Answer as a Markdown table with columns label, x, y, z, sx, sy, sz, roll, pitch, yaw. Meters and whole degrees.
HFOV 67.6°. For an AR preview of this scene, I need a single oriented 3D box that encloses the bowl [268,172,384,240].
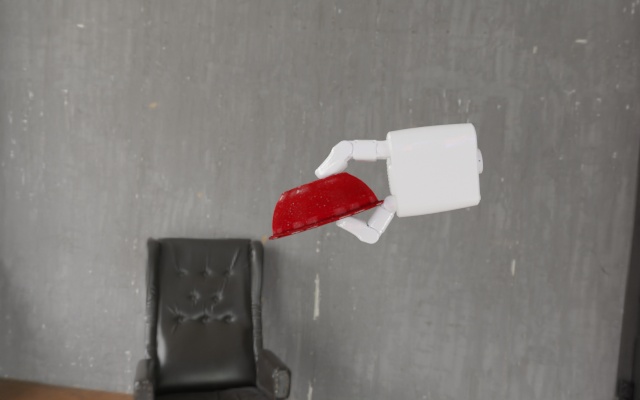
| label | x | y | z | sx | sy | sz | roll | pitch | yaw |
| --- | --- | --- | --- | --- | --- | --- | --- | --- | --- |
| bowl | -0.001 | 0.002 | 0.635 | 0.162 | 0.055 | 0.162 | -19 | 0 | 0 |
